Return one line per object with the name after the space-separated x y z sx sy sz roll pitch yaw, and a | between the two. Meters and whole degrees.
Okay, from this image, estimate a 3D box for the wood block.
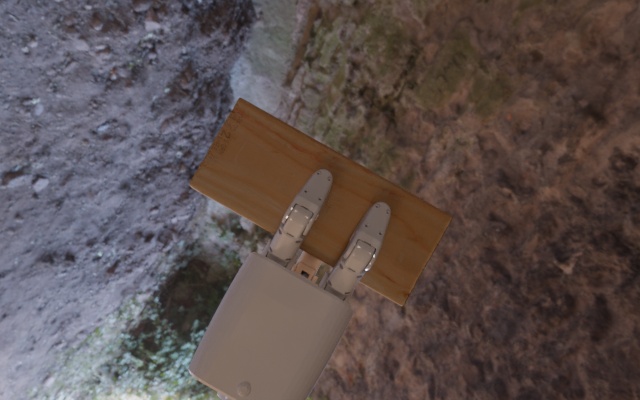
0.000 0.002 0.442 0.206 0.090 0.091 30 -2 1 | wood block
